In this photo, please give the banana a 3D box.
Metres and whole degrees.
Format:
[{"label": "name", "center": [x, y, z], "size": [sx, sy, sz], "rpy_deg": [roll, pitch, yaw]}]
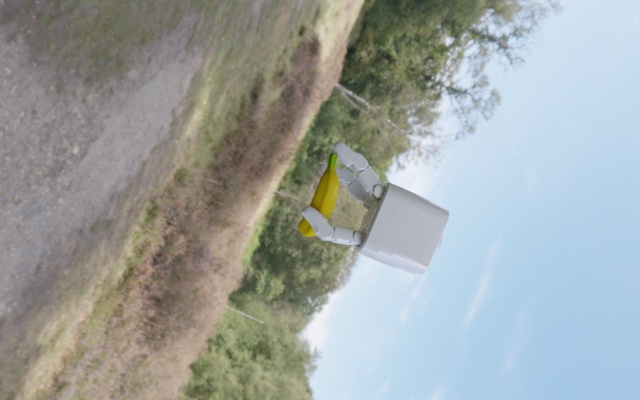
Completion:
[{"label": "banana", "center": [-0.003, 0.014, 0.769], "size": [0.037, 0.069, 0.198], "rpy_deg": [21, -41, -5]}]
